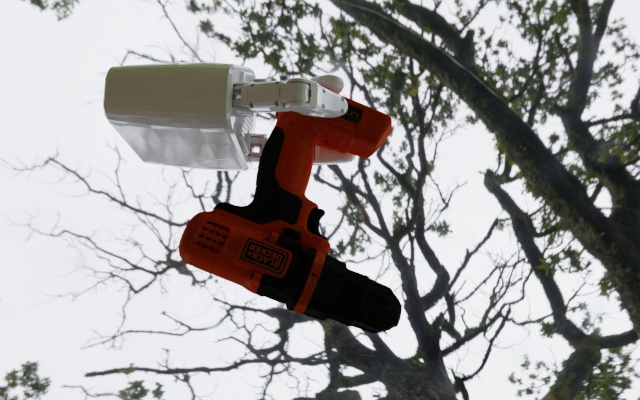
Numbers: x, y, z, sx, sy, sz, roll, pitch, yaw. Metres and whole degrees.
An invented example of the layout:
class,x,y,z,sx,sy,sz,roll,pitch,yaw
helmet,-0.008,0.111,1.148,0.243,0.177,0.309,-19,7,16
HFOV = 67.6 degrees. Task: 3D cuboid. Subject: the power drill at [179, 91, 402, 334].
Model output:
class,x,y,z,sx,sy,sz,roll,pitch,yaw
power drill,0.000,0.001,0.406,0.184,0.187,0.057,22,-24,-4
